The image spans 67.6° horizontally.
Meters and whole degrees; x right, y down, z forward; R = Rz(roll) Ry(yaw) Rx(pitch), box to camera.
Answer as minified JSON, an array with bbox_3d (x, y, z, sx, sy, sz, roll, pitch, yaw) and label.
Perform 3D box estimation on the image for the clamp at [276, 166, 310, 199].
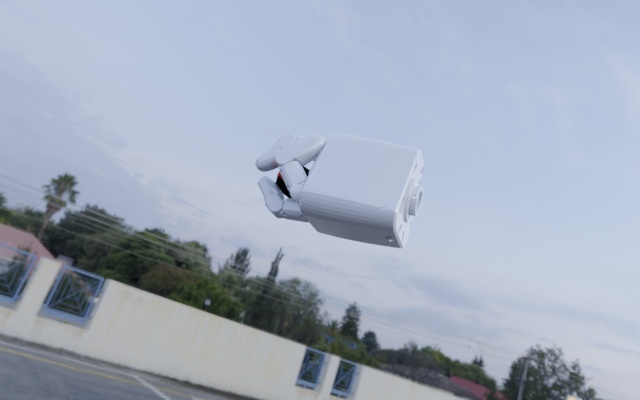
[{"bbox_3d":[0.000,0.001,0.630,0.120,0.039,0.171,12,-18,21],"label":"clamp"}]
